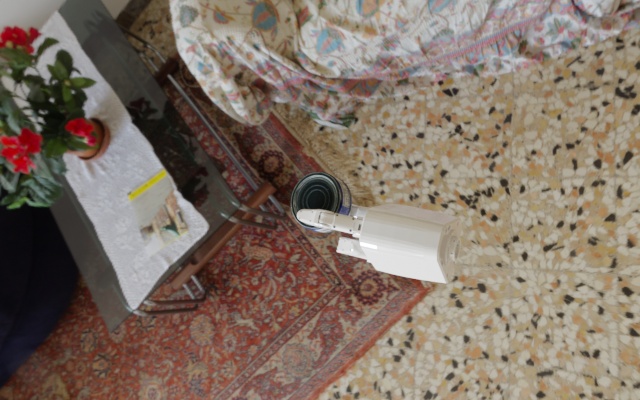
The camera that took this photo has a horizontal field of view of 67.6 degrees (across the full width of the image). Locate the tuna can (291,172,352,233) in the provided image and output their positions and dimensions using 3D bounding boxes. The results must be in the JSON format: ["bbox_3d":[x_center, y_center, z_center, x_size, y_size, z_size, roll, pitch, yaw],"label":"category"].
[{"bbox_3d":[0.000,0.002,0.692,0.086,0.086,0.034,0,-10,30],"label":"tuna can"}]
